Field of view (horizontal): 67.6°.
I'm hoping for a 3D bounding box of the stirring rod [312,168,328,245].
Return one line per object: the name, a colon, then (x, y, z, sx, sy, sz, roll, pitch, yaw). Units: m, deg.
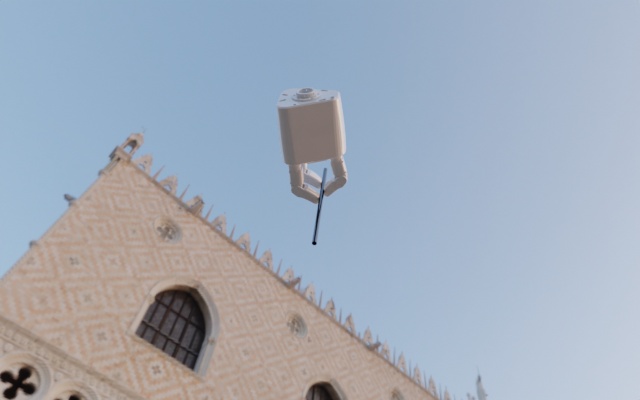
stirring rod: (0.000, 0.003, 0.854, 0.011, 0.011, 0.239, 0, 33, 6)
